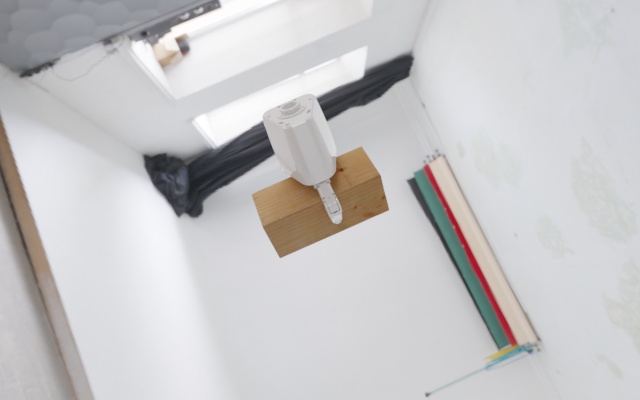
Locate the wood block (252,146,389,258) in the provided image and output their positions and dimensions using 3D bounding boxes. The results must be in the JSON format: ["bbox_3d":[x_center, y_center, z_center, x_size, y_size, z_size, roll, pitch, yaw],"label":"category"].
[{"bbox_3d":[0.000,0.003,0.817,0.206,0.090,0.090,-24,45,-2],"label":"wood block"}]
